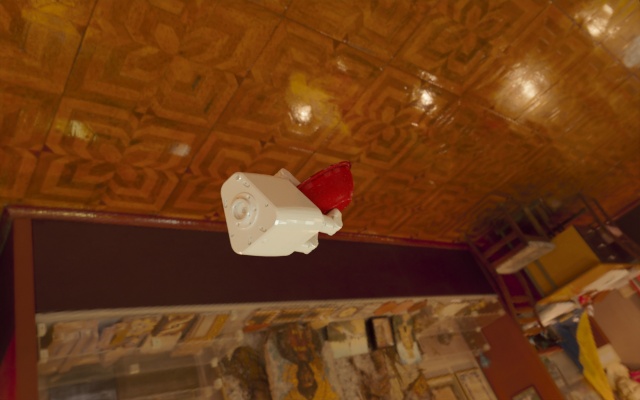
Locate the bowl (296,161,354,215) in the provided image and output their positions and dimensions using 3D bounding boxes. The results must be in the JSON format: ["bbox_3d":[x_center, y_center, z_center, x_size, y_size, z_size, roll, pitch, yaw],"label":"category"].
[{"bbox_3d":[0.001,0.003,0.814,0.162,0.055,0.162,-33,-11,-7],"label":"bowl"}]
